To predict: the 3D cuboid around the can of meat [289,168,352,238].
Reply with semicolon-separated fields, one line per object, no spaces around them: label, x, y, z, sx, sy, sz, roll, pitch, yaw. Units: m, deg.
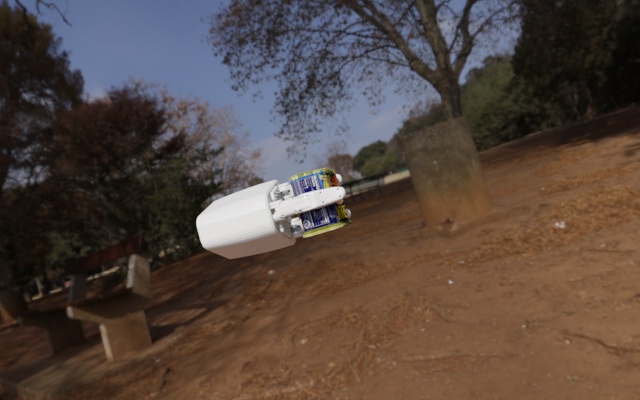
can of meat;0.000;0.002;0.671;0.057;0.084;0.102;-17;-3;13
